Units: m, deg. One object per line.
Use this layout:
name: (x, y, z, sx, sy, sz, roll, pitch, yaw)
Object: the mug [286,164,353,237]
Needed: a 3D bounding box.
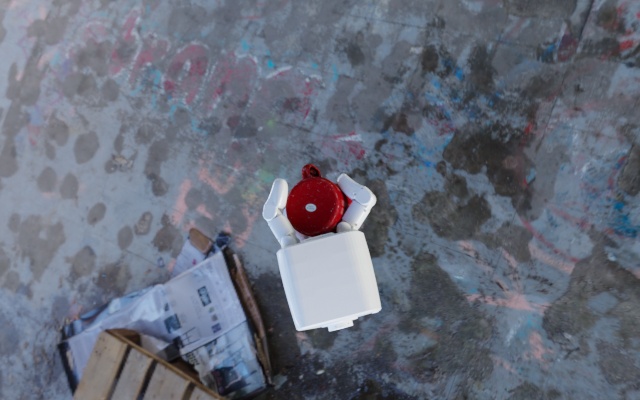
mug: (0.000, 0.001, 0.673, 0.093, 0.117, 0.081, -20, -17, 18)
